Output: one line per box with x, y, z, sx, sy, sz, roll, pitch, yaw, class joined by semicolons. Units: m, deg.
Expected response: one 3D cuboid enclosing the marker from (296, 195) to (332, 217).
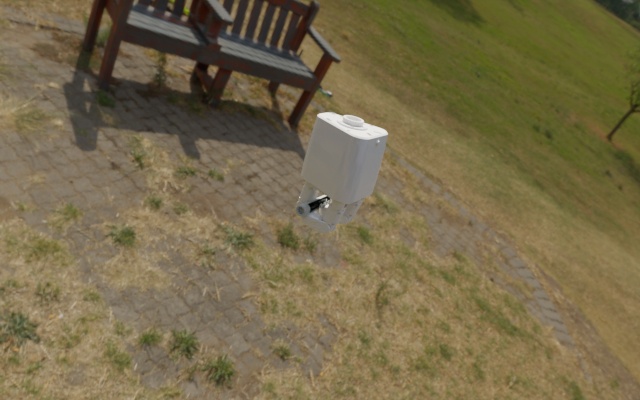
0.000;0.003;0.805;0.020;0.020;0.121;0;13;33;marker
